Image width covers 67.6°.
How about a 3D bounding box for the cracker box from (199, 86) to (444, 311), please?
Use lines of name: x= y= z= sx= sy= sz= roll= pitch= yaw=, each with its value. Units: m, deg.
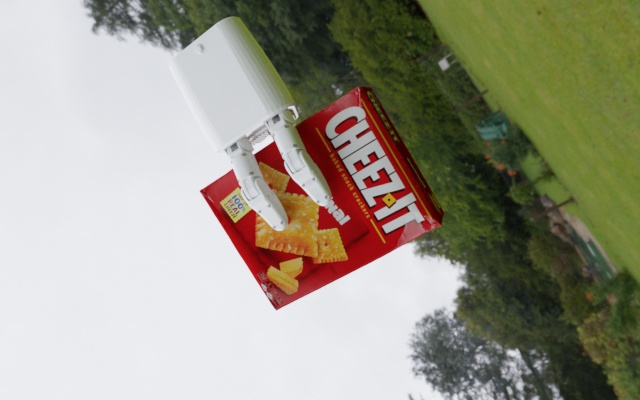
cracker box: x=0.000 y=0.002 z=0.524 sx=0.214 sy=0.164 sz=0.072 roll=-30 pitch=2 yaw=19
